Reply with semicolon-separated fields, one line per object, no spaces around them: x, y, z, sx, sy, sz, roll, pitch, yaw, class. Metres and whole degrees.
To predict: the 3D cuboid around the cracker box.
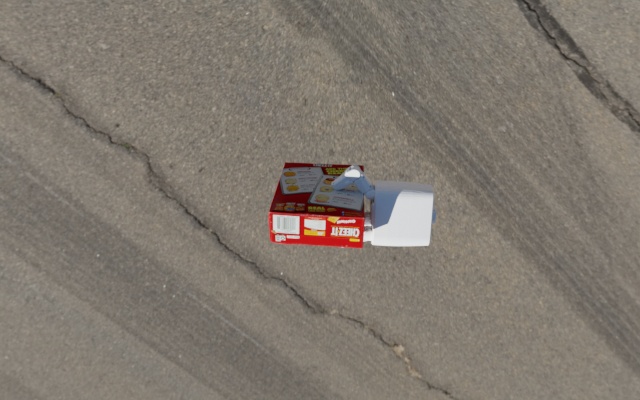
0.000;0.003;0.897;0.164;0.072;0.213;3;28;3;cracker box
